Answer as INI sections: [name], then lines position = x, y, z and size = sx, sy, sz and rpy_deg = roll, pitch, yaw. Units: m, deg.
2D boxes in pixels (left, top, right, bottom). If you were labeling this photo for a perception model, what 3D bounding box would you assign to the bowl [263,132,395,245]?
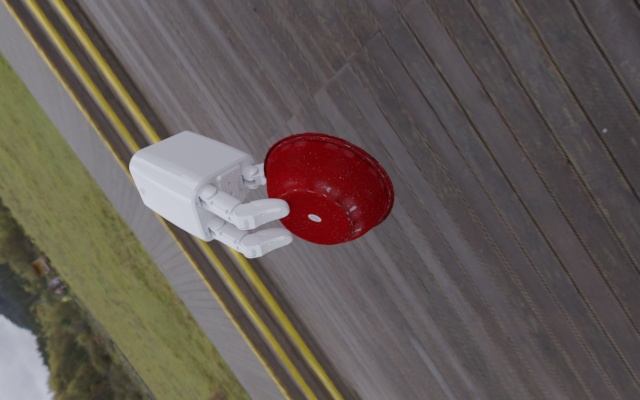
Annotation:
[bowl]
position = 0.001, 0.002, 0.546
size = 0.162, 0.055, 0.162
rpy_deg = 13, -40, 12
